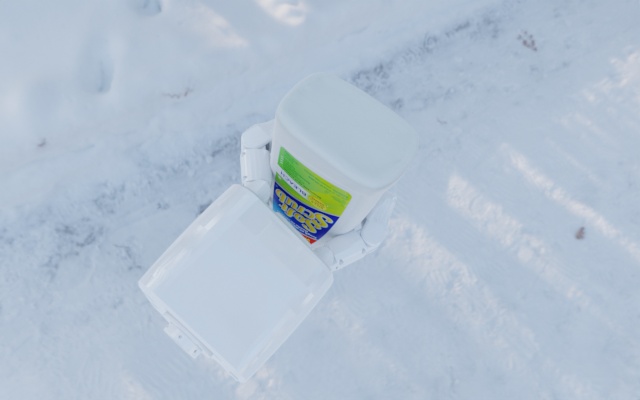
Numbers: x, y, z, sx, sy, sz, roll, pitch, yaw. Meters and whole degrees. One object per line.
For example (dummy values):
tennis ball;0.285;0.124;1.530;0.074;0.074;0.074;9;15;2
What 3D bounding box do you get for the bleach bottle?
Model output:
bleach bottle;0.000;0.001;0.435;0.102;0.068;0.251;37;-26;9
